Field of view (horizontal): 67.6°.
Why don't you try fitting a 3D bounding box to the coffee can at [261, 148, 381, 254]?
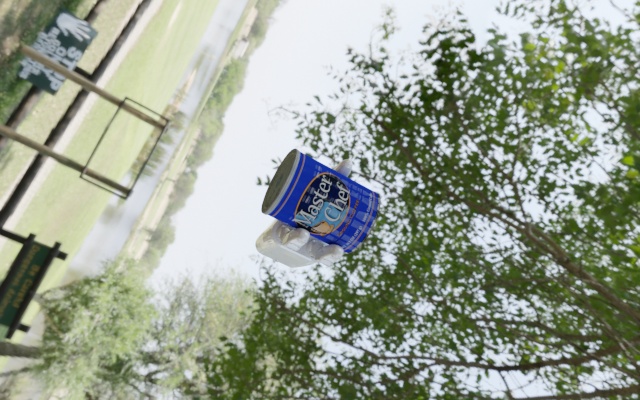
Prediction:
[{"bbox_3d":[0.000,0.002,0.688,0.140,0.103,0.103,27,-8,-16],"label":"coffee can"}]
